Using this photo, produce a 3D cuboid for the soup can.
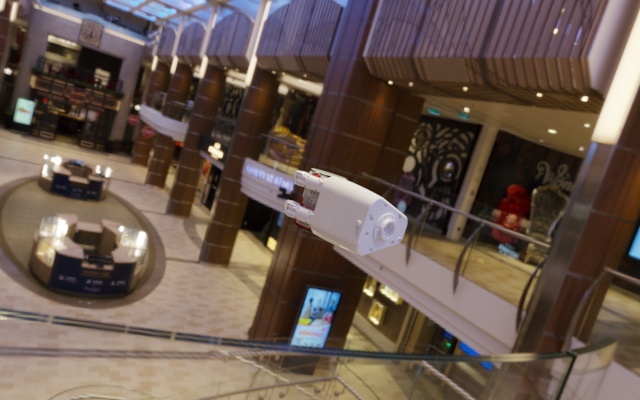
[{"bbox_3d":[0.000,0.002,0.825,0.068,0.102,0.068,17,7,-2],"label":"soup can"}]
